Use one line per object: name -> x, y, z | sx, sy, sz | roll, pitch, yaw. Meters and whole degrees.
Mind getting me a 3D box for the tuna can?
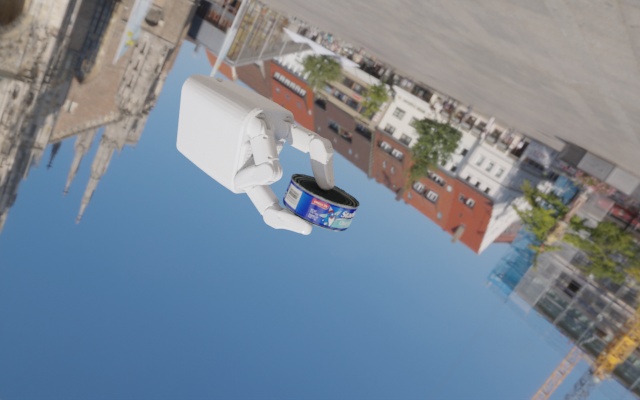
tuna can -> 0.000, 0.002, 0.558 | 0.086, 0.034, 0.086 | 22, 14, -6
